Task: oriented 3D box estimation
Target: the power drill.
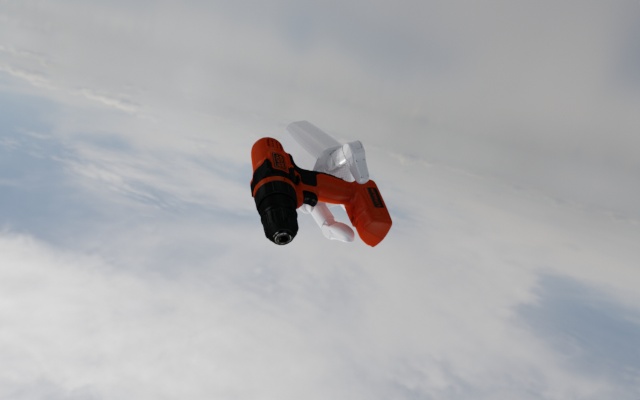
[{"bbox_3d":[0.000,0.002,0.620,0.188,0.057,0.184,19,35,-28],"label":"power drill"}]
